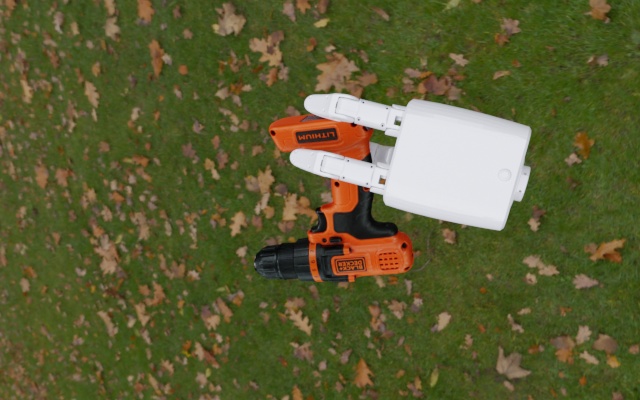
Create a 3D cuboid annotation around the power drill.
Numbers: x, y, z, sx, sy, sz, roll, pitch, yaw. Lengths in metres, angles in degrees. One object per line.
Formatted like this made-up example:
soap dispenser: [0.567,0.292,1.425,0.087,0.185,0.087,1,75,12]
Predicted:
power drill: [0.000,0.001,0.521,0.184,0.188,0.057,-6,20,13]
